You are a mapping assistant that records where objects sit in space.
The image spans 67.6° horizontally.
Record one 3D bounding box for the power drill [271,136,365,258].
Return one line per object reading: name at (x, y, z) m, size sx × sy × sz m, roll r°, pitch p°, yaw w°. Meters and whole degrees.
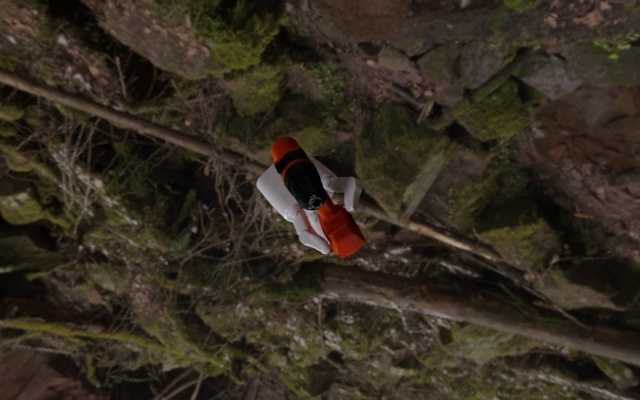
power drill at (0.000, 0.003, 0.734) m, size 0.057 × 0.188 × 0.184 m, roll -32°, pitch 36°, yaw 3°
